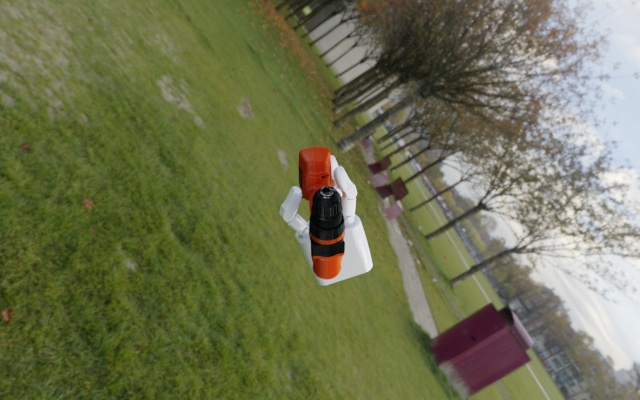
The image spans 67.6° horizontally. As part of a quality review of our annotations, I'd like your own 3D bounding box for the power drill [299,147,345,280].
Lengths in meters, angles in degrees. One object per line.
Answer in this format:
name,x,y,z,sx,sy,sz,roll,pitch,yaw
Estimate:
power drill,0.000,0.002,0.743,0.057,0.187,0.185,-3,-44,-5
